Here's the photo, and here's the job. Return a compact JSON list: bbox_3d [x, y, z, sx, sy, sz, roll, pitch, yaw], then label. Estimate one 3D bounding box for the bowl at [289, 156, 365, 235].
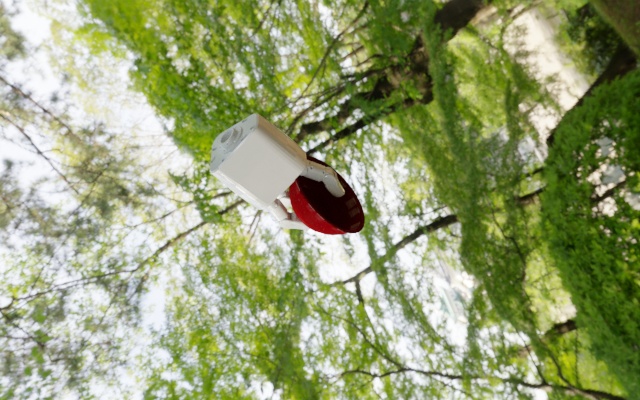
[{"bbox_3d":[0.001,0.004,0.813,0.055,0.162,0.162,-42,-23,28],"label":"bowl"}]
